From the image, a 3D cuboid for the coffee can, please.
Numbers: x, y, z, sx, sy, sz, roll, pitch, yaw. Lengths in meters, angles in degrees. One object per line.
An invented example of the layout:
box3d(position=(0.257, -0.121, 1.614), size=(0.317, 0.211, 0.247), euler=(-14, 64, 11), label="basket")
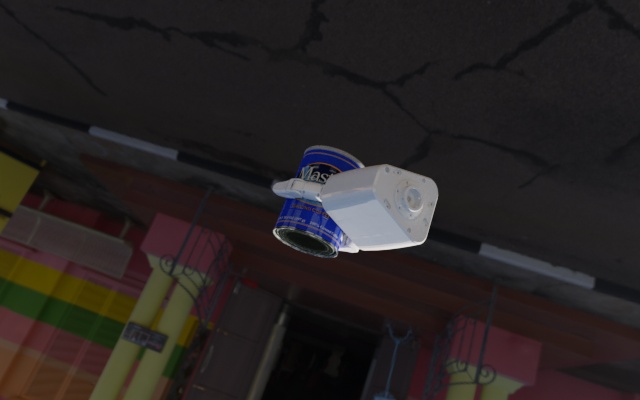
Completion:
box3d(position=(0.000, 0.002, 0.728), size=(0.103, 0.140, 0.103), euler=(18, -21, 7), label="coffee can")
